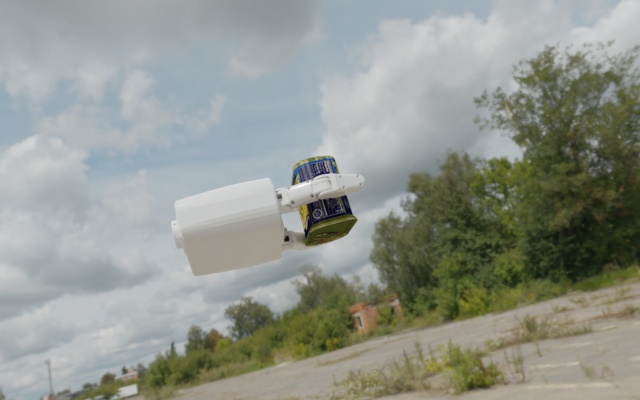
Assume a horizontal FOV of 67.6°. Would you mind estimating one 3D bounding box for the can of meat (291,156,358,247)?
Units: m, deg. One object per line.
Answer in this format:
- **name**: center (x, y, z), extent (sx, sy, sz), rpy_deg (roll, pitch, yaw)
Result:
- **can of meat**: center (0.000, 0.002, 0.583), extent (0.057, 0.084, 0.102), rpy_deg (-14, -15, -11)
